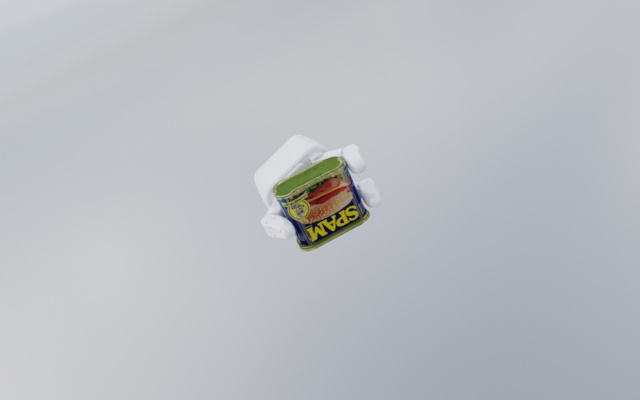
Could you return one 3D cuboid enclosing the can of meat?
[{"bbox_3d":[0.000,0.002,0.607,0.102,0.084,0.057,-28,24,-5],"label":"can of meat"}]
